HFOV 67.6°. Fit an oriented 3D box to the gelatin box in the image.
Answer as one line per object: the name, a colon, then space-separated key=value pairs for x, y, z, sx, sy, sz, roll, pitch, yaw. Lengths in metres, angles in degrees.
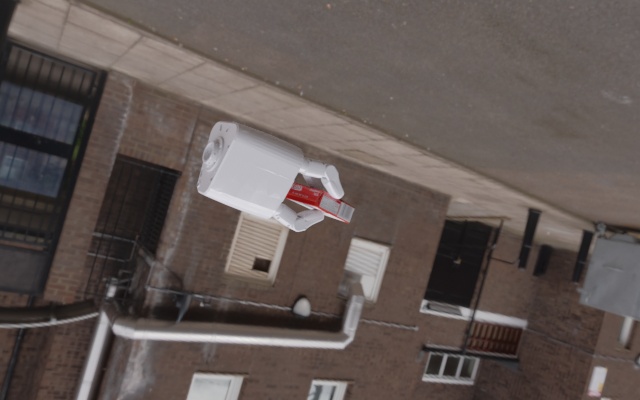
gelatin box: x=0.000 y=0.003 z=0.761 sx=0.073 sy=0.030 sz=0.089 roll=17 pitch=-7 yaw=42
